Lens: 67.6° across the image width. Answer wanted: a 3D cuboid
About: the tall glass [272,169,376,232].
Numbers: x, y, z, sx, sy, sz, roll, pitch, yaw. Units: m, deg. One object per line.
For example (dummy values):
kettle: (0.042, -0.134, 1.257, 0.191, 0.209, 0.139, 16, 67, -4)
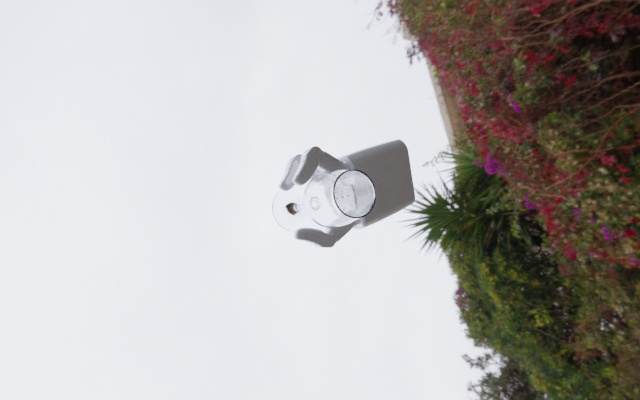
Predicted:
tall glass: (0.000, 0.002, 0.680, 0.079, 0.079, 0.201, 0, -6, -26)
